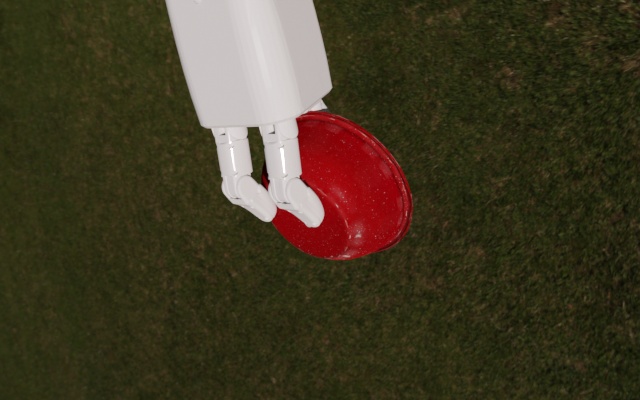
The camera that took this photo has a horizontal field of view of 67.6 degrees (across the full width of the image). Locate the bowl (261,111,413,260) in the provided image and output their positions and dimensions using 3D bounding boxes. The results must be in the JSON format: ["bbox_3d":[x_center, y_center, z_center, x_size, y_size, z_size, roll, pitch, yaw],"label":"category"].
[{"bbox_3d":[0.000,0.003,0.443,0.162,0.162,0.055,0,35,40],"label":"bowl"}]
